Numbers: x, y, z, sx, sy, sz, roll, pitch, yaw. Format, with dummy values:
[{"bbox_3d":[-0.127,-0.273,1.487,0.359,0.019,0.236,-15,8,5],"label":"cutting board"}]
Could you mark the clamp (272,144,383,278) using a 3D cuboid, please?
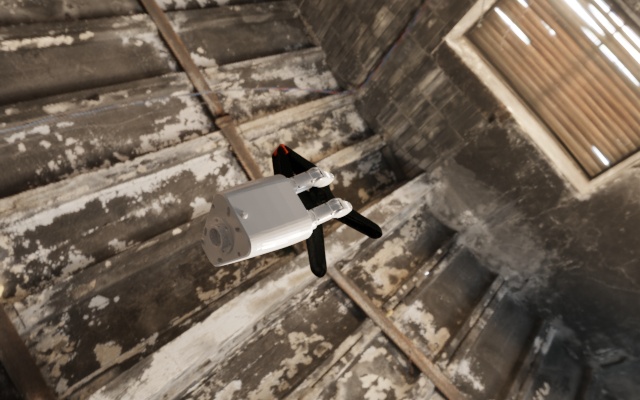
[{"bbox_3d":[-0.001,0.002,0.728,0.164,0.210,0.036,-16,-21,-46],"label":"clamp"}]
